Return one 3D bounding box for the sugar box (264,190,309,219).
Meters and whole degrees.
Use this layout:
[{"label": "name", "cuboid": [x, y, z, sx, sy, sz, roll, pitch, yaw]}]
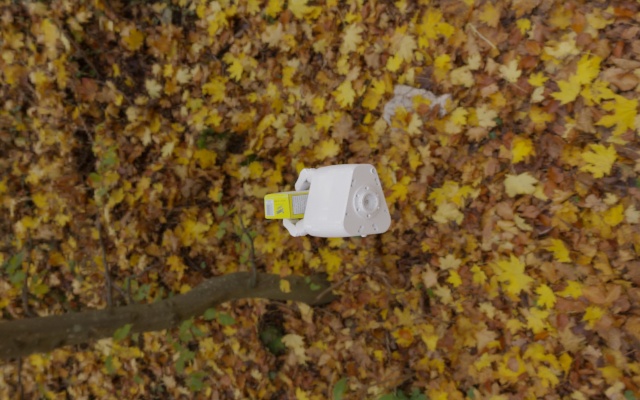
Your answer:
[{"label": "sugar box", "cuboid": [0.000, 0.003, 0.833, 0.176, 0.048, 0.093, -3, 1, -32]}]
